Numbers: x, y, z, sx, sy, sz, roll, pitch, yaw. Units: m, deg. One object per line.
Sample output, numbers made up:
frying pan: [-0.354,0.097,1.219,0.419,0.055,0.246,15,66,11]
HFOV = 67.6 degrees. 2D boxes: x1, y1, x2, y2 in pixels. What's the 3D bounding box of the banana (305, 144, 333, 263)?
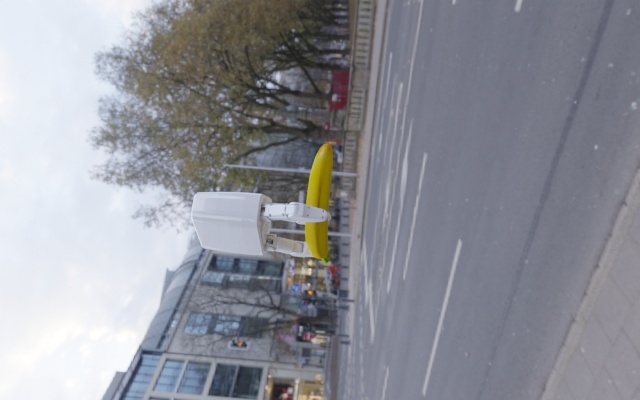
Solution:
banana: [-0.002,0.007,0.762,0.037,0.198,0.069,3,5,7]
